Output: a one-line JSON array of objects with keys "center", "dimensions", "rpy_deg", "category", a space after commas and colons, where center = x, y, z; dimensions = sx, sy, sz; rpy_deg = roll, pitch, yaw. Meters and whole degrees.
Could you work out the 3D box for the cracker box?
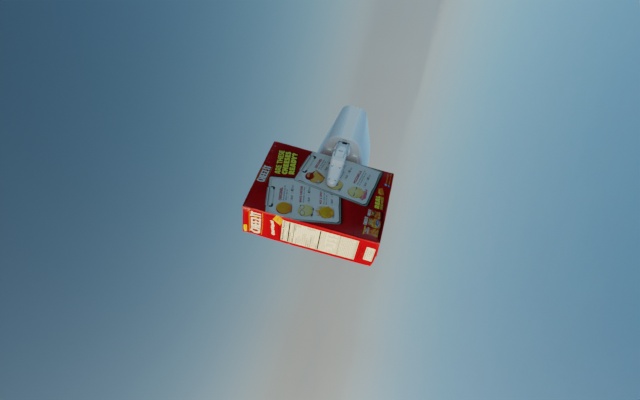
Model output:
[{"center": [0.000, 0.002, 0.777], "dimensions": [0.213, 0.164, 0.072], "rpy_deg": [15, -44, 4], "category": "cracker box"}]
